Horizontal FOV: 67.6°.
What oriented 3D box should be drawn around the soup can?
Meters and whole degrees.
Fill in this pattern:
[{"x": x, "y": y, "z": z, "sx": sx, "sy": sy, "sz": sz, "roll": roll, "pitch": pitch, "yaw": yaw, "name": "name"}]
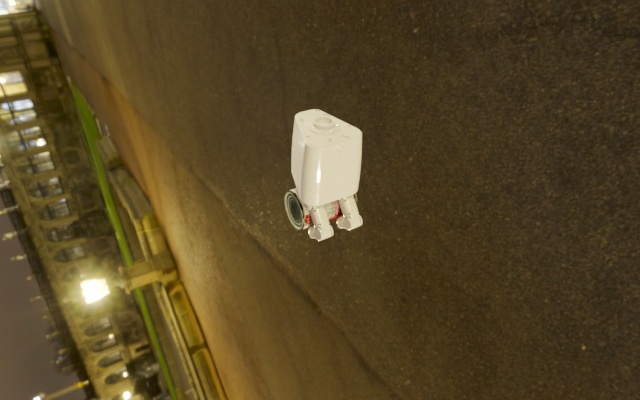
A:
[{"x": 0.000, "y": 0.003, "z": 0.791, "sx": 0.102, "sy": 0.068, "sz": 0.068, "roll": -18, "pitch": 8, "yaw": -25, "name": "soup can"}]
